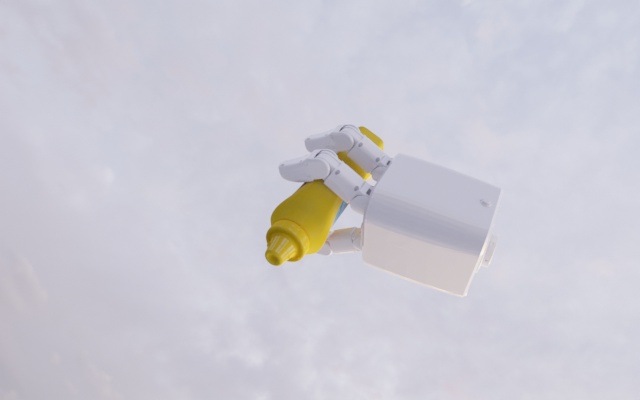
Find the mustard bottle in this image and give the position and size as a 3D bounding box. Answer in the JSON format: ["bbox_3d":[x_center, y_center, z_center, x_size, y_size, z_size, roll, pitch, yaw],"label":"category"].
[{"bbox_3d":[0.000,0.001,0.491,0.096,0.058,0.191,-52,-1,43],"label":"mustard bottle"}]
